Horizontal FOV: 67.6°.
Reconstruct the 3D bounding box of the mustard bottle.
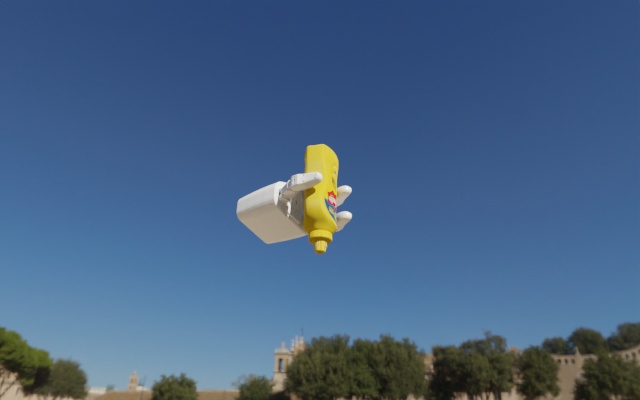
[{"bbox_3d":[0.000,0.002,0.850,0.058,0.191,0.096,-5,-28,13],"label":"mustard bottle"}]
